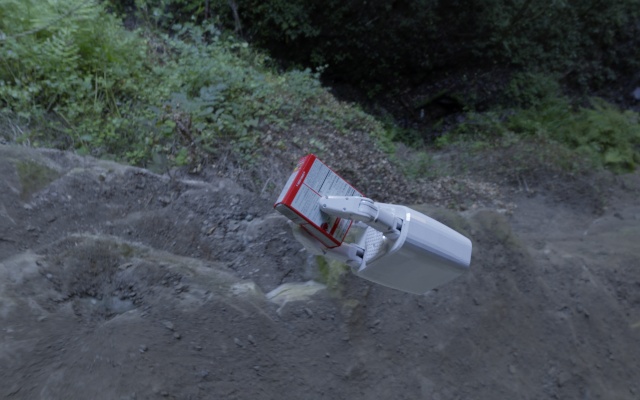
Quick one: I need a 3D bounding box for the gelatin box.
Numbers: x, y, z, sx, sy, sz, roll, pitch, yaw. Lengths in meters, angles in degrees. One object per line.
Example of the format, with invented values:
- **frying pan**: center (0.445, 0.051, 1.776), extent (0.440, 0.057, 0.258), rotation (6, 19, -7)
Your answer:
- **gelatin box**: center (0.000, 0.002, 0.553), extent (0.089, 0.073, 0.030), rotation (38, -28, -21)
